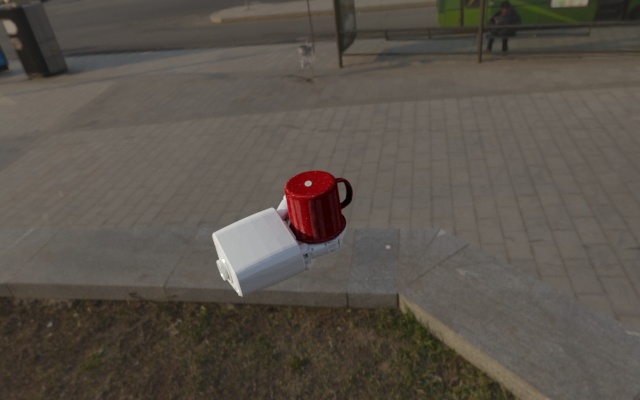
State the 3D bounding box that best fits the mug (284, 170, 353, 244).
[{"bbox_3d":[0.001,0.002,0.744,0.117,0.081,0.093,-23,35,-20],"label":"mug"}]
